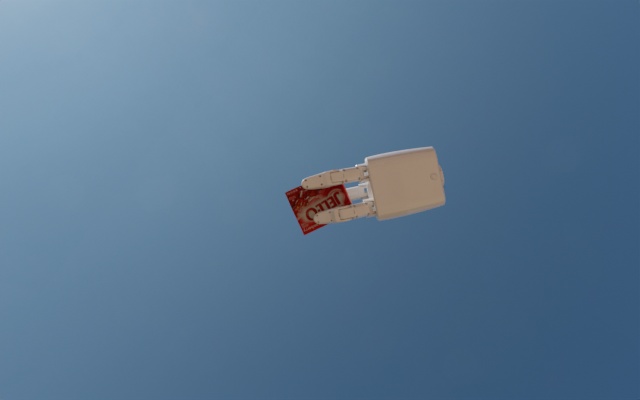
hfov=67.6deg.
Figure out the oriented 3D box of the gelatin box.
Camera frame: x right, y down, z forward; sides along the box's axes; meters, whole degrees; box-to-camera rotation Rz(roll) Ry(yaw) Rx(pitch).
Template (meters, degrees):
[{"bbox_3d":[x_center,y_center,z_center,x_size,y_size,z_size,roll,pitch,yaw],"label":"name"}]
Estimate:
[{"bbox_3d":[0.000,0.003,0.743,0.089,0.073,0.030,-25,-1,6],"label":"gelatin box"}]
